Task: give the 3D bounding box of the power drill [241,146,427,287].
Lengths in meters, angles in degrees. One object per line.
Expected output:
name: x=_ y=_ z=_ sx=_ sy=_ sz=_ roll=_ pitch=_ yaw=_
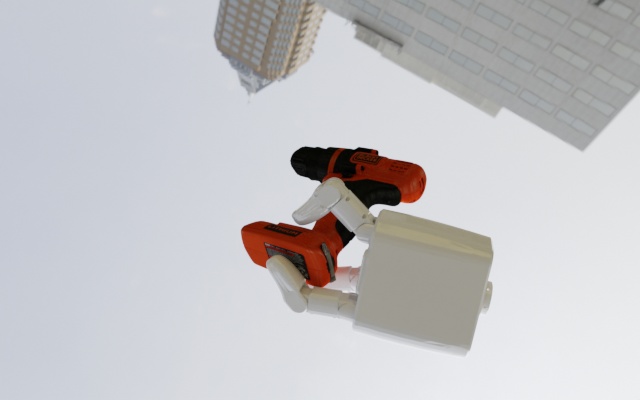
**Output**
power drill: x=0.000 y=0.002 z=0.534 sx=0.184 sy=0.057 sz=0.187 roll=13 pitch=44 yaw=36
